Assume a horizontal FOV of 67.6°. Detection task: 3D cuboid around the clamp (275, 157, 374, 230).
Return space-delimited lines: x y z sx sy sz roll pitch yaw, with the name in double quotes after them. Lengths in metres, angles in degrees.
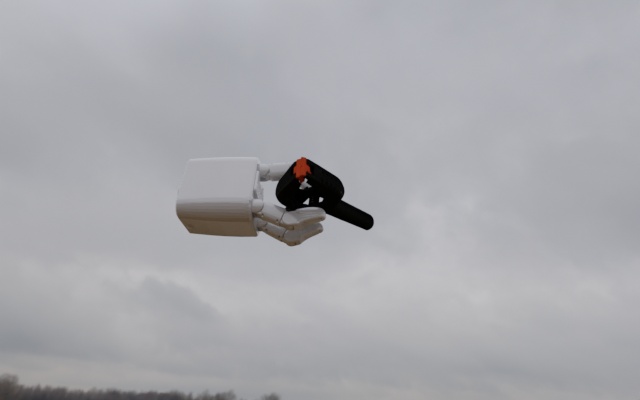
0.000 0.001 0.685 0.164 0.036 0.210 -2 -25 1 "clamp"
